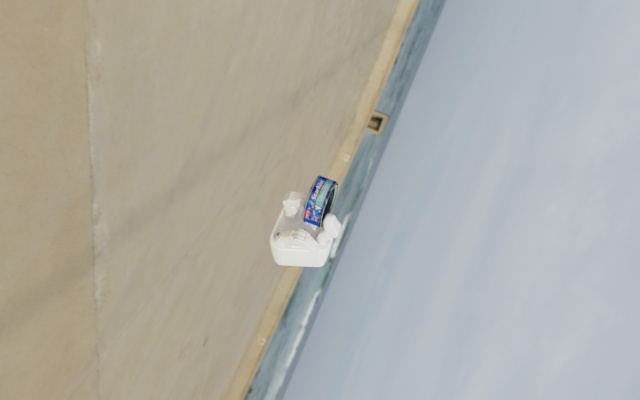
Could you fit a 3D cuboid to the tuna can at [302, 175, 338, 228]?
[{"bbox_3d":[0.001,0.003,0.813,0.034,0.086,0.086,20,3,10],"label":"tuna can"}]
